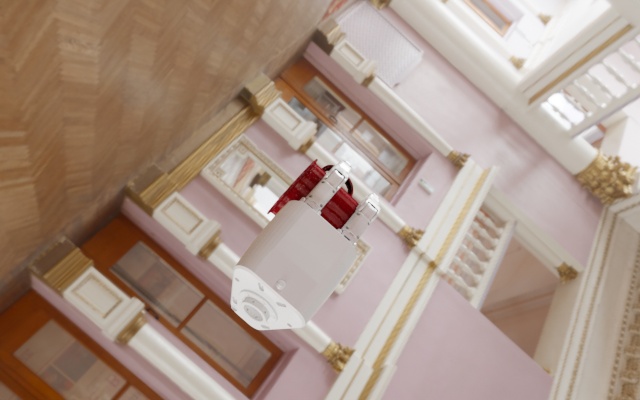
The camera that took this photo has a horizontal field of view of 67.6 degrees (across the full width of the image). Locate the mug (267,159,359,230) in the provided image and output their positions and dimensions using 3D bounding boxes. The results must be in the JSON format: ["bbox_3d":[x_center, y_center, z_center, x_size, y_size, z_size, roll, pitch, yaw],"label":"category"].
[{"bbox_3d":[0.001,0.001,0.604,0.117,0.081,0.093,-49,3,-37],"label":"mug"}]
